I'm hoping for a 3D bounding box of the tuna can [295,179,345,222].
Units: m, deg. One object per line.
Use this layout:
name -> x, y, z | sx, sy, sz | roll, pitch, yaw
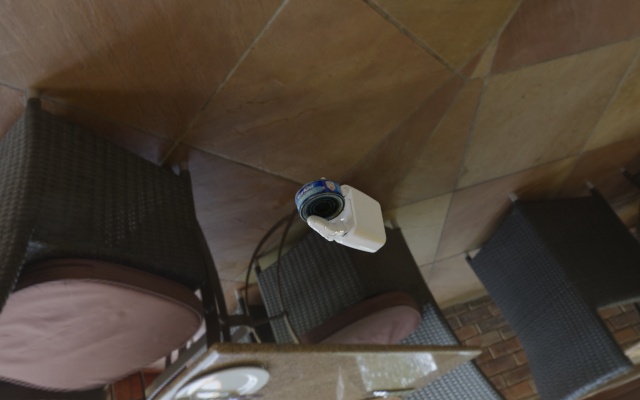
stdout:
tuna can -> 0.000, 0.003, 0.848 | 0.086, 0.033, 0.086 | -11, -40, -9
